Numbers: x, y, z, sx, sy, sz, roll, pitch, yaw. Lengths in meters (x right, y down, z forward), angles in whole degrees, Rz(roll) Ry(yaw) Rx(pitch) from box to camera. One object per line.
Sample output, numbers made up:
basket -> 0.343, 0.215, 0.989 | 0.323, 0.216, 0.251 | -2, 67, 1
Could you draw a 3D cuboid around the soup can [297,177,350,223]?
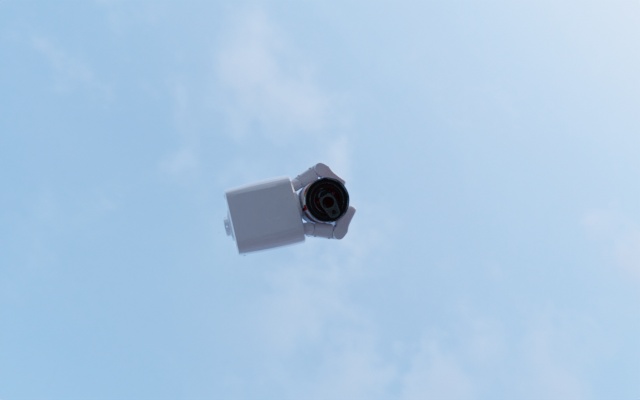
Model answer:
soup can -> 0.001, 0.002, 0.755 | 0.068, 0.068, 0.102 | 0, -4, -12
